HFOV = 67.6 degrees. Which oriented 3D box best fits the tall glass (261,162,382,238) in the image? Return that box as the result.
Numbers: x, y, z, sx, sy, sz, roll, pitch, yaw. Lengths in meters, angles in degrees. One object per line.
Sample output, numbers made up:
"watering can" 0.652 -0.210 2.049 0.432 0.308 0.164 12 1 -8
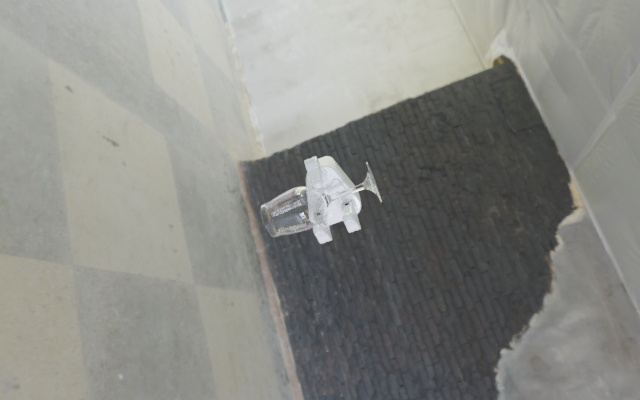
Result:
"tall glass" 0.001 0.002 0.827 0.201 0.079 0.079 -20 -3 8
